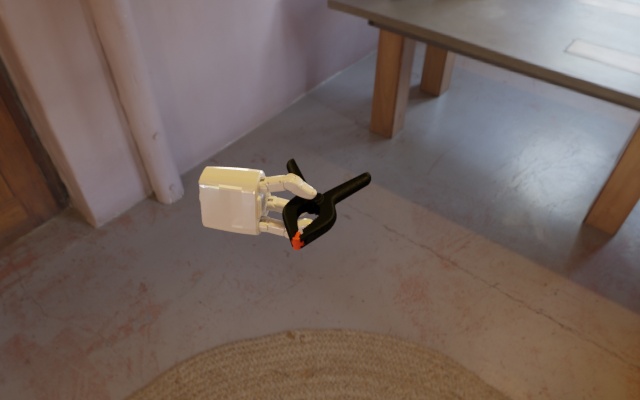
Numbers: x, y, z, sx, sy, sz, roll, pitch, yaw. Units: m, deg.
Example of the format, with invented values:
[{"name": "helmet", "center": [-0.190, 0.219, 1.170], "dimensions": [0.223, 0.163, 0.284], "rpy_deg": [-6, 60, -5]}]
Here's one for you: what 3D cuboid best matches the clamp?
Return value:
[{"name": "clamp", "center": [0.000, 0.003, 0.844], "dimensions": [0.164, 0.036, 0.209], "rpy_deg": [6, 44, 9]}]
